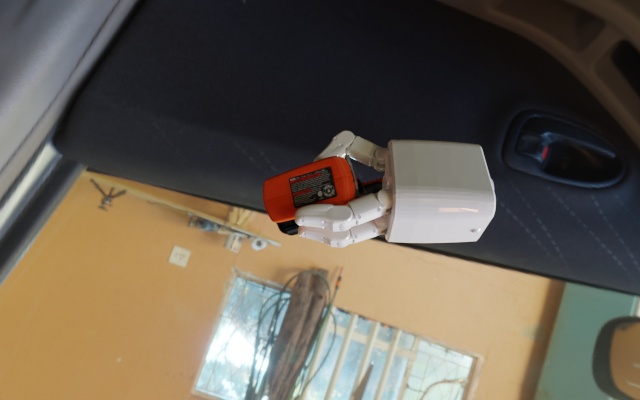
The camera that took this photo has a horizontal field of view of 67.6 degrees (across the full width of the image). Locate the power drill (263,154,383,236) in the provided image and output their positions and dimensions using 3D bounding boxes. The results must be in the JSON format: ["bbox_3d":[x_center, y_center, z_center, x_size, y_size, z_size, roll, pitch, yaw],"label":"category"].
[{"bbox_3d":[0.000,0.002,0.607,0.184,0.057,0.187,-19,-11,17],"label":"power drill"}]
